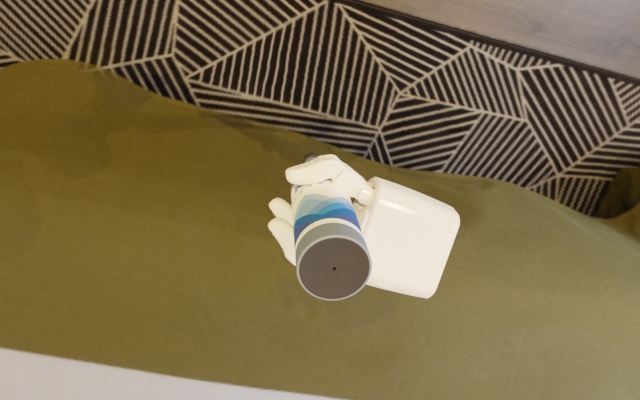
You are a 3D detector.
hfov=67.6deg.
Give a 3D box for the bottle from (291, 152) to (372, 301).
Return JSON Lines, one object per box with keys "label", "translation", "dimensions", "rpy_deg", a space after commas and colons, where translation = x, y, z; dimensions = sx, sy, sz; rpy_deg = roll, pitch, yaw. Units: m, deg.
{"label": "bottle", "translation": [0.000, 0.002, 0.548], "dimensions": [0.069, 0.069, 0.295], "rpy_deg": [0, 23, -5]}
